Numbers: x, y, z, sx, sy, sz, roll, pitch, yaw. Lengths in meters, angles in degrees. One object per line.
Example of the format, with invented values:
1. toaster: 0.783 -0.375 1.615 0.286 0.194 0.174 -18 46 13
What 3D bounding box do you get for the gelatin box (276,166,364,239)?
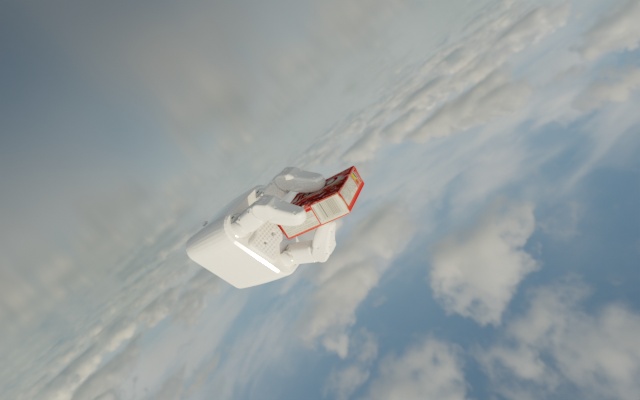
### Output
1. gelatin box: 0.001 0.002 0.547 0.089 0.030 0.073 -25 16 29
